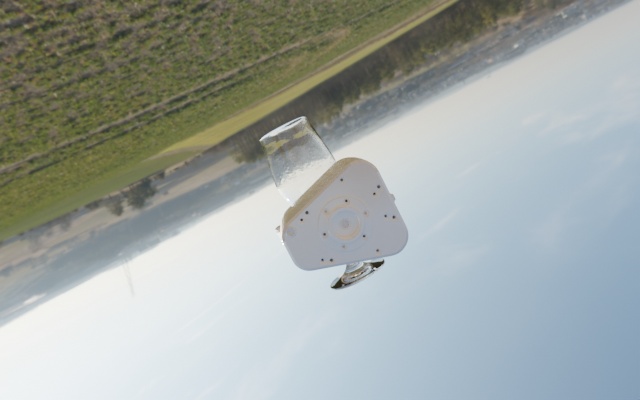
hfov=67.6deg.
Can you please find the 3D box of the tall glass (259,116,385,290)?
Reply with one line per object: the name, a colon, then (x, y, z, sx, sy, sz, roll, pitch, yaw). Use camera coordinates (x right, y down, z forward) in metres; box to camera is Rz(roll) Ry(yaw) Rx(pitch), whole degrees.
tall glass: (0.000, 0.003, 0.575, 0.079, 0.201, 0.079, -27, 5, 2)
